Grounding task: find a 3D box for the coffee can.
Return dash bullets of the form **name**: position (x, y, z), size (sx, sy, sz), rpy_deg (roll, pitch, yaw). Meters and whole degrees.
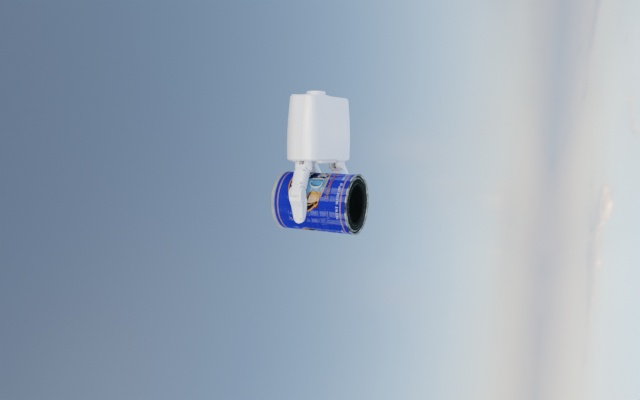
- **coffee can**: position (0.000, 0.003, 0.825), size (0.140, 0.103, 0.103), rpy_deg (4, 2, 26)
